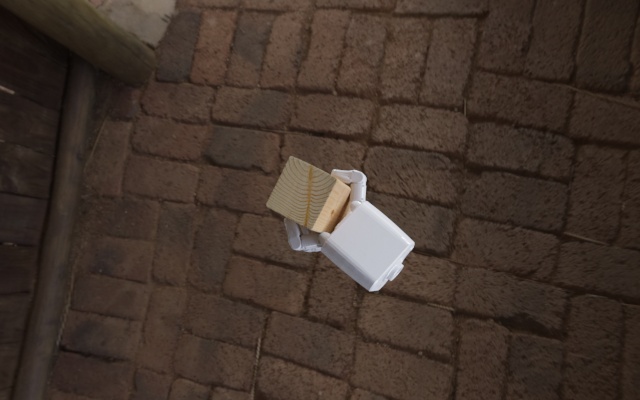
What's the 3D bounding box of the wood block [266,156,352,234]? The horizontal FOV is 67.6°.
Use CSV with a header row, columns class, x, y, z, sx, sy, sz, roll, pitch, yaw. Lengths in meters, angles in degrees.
class,x,y,z,sx,sy,sz,roll,pitch,yaw
wood block,0.001,0.003,0.827,0.090,0.091,0.206,27,0,19
